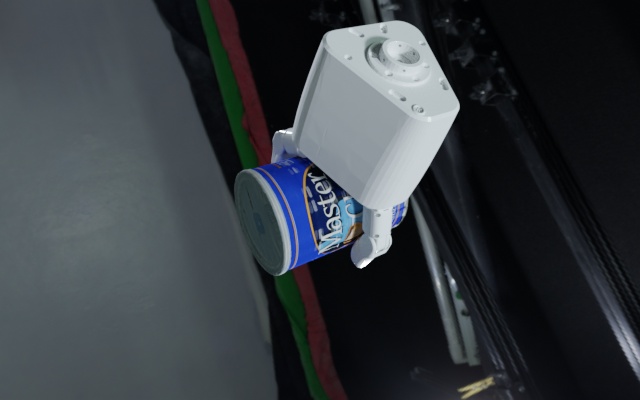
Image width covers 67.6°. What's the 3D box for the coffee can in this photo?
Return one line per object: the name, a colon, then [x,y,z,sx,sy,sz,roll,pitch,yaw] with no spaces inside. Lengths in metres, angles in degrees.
coffee can: [0.000,0.002,0.474,0.140,0.103,0.103,-19,9,-27]
